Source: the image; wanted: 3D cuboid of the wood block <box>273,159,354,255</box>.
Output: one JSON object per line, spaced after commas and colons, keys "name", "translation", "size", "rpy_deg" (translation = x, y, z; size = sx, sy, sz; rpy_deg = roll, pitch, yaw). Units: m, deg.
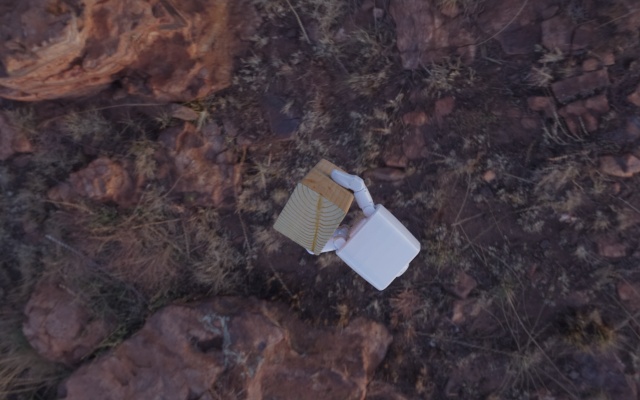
{"name": "wood block", "translation": [0.001, 0.003, 0.844], "size": [0.090, 0.091, 0.206], "rpy_deg": [33, 19, 0]}
